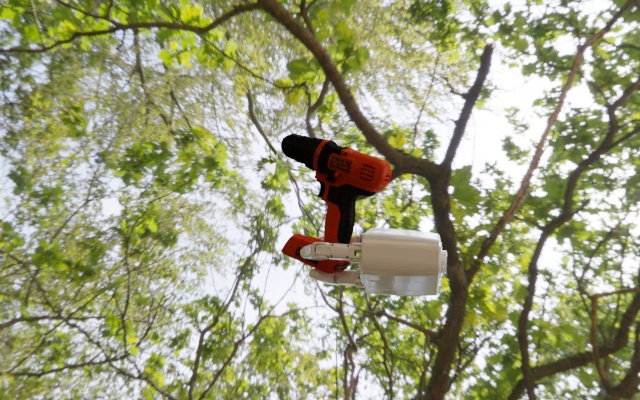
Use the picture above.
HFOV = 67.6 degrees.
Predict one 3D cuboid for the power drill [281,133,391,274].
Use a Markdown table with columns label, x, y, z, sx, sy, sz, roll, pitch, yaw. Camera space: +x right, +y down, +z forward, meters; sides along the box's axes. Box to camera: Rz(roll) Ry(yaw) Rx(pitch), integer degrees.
| label | x | y | z | sx | sy | sz | roll | pitch | yaw |
| --- | --- | --- | --- | --- | --- | --- | --- | --- | --- |
| power drill | 0.000 | 0.003 | 0.725 | 0.184 | 0.188 | 0.057 | 21 | 14 | 28 |
